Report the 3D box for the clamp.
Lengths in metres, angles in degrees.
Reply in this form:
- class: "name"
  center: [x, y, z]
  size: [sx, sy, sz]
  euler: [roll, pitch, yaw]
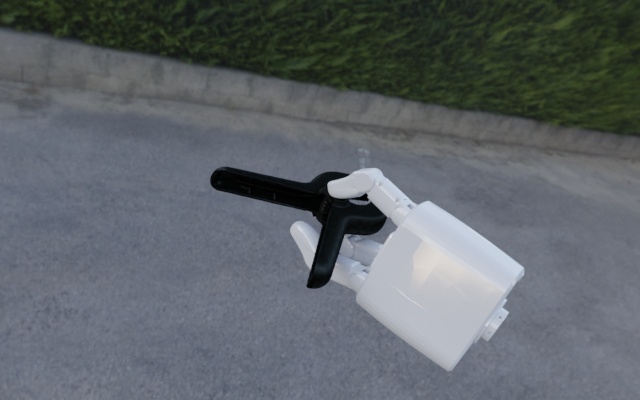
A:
- class: "clamp"
  center: [0.001, 0.001, 0.505]
  size: [0.164, 0.036, 0.210]
  euler: [39, 34, 23]
